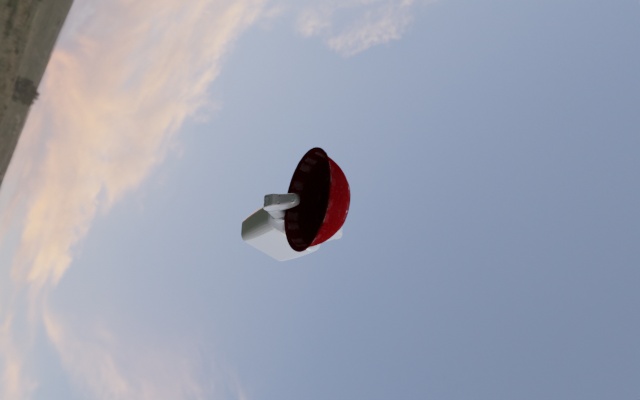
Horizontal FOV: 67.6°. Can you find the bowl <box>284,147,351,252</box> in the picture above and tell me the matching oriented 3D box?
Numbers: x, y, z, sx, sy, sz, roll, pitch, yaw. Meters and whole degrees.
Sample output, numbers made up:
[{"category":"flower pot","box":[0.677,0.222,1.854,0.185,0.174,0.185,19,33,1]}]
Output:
[{"category":"bowl","box":[0.001,0.002,0.732,0.055,0.162,0.162,12,-5,-24]}]
